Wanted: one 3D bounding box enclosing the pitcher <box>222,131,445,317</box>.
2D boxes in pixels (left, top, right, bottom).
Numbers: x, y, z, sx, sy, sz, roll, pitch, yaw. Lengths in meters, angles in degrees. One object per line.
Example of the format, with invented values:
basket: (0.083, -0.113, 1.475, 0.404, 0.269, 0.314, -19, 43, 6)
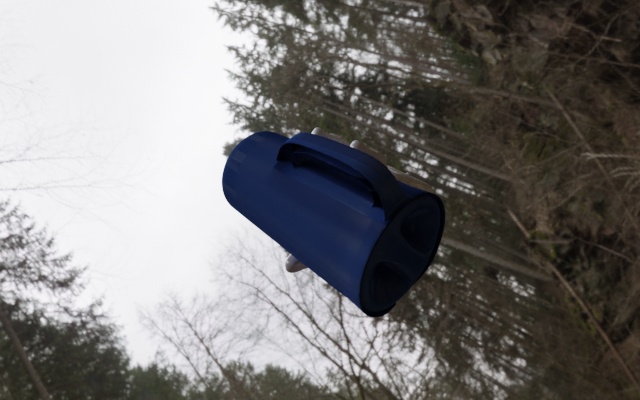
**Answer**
pitcher: (0.000, 0.002, 0.519, 0.242, 0.149, 0.145, 29, 15, 36)
